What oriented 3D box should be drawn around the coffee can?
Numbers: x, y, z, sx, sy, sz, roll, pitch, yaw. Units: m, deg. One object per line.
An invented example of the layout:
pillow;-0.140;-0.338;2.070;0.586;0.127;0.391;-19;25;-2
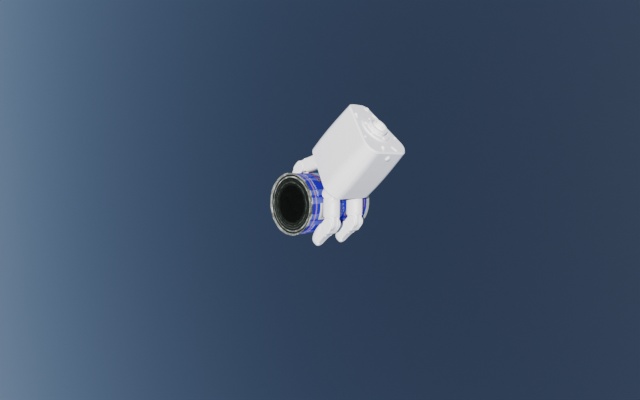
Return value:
coffee can;0.000;0.003;0.821;0.140;0.103;0.103;-4;3;-45
